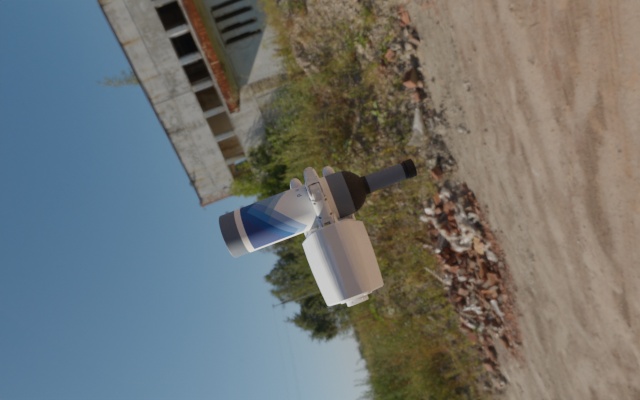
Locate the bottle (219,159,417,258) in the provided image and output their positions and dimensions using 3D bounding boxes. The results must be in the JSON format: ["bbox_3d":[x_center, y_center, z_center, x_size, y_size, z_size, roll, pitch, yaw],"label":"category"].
[{"bbox_3d":[0.000,0.002,0.707,0.296,0.069,0.069,-21,0,0],"label":"bottle"}]
